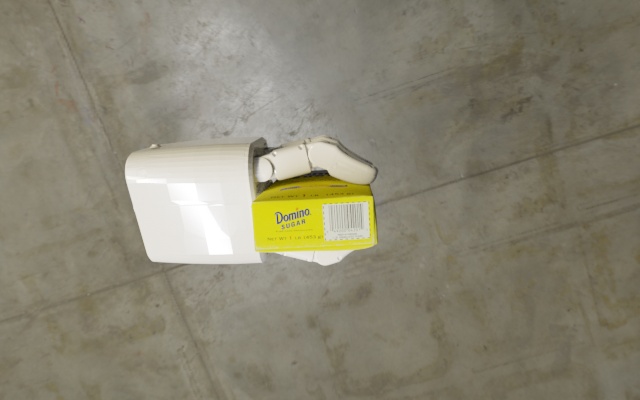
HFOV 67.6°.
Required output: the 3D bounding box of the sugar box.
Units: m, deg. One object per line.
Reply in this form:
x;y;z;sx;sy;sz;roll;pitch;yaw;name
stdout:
0.000;0.001;0.435;0.093;0.048;0.176;-2;13;3;sugar box
